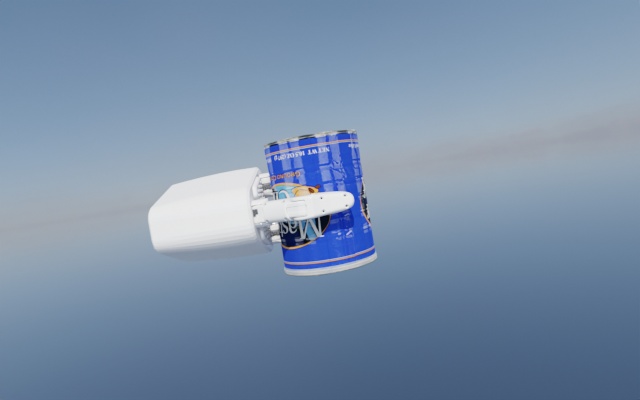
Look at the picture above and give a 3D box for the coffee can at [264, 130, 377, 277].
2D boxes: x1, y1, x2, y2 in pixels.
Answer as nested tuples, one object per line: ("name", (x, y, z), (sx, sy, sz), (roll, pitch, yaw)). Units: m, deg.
("coffee can", (0.000, 0.002, 0.521), (0.103, 0.140, 0.103), (-9, 3, 0))
